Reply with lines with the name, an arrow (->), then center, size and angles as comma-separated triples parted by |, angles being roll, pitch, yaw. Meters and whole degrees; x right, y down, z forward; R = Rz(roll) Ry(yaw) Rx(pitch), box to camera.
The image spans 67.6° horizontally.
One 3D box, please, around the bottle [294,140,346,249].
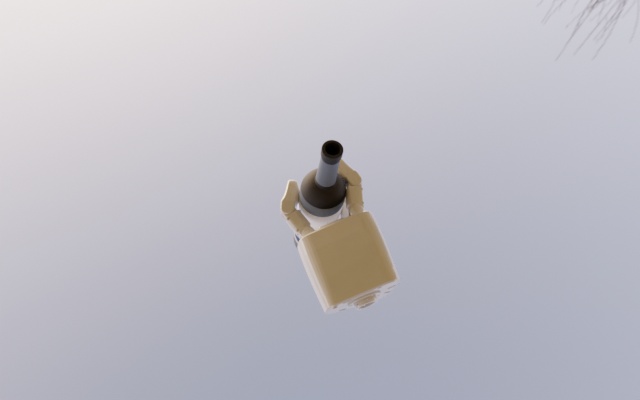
bottle -> 0.000, 0.002, 0.714 | 0.069, 0.069, 0.296 | 0, -26, -6
